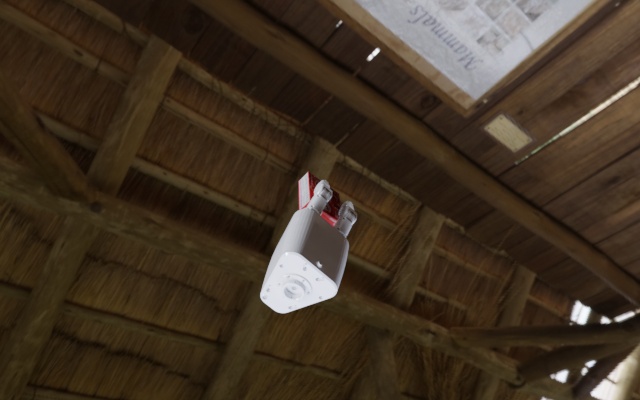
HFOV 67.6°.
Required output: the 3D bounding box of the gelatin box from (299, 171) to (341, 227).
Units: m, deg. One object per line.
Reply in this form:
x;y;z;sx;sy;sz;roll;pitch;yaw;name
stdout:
0.000;0.003;0.789;0.073;0.030;0.089;35;27;-25;gelatin box
